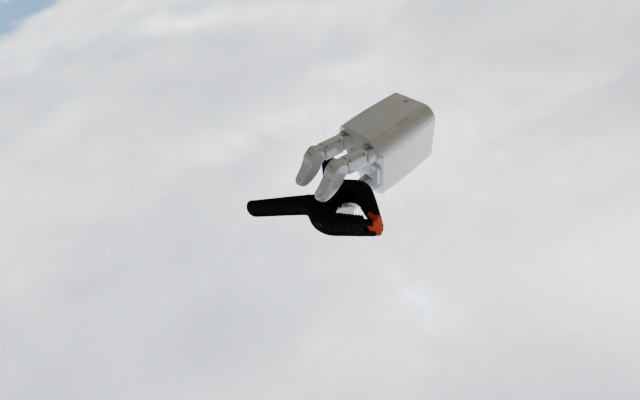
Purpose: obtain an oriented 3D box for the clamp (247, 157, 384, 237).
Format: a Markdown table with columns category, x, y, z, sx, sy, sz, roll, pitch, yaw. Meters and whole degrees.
| category | x | y | z | sx | sy | sz | roll | pitch | yaw |
| --- | --- | --- | --- | --- | --- | --- | --- | --- | --- |
| clamp | 0.001 | 0.003 | 0.663 | 0.164 | 0.036 | 0.210 | -36 | 41 | -14 |
